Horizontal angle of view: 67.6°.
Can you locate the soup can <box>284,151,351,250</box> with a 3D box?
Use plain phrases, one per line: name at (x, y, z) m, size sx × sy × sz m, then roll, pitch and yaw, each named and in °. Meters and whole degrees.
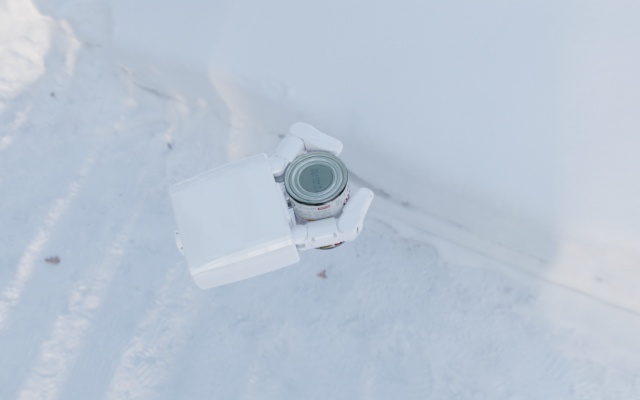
soup can at (0.001, 0.002, 0.523) m, size 0.068 × 0.068 × 0.102 m, roll 0°, pitch -31°, yaw 7°
